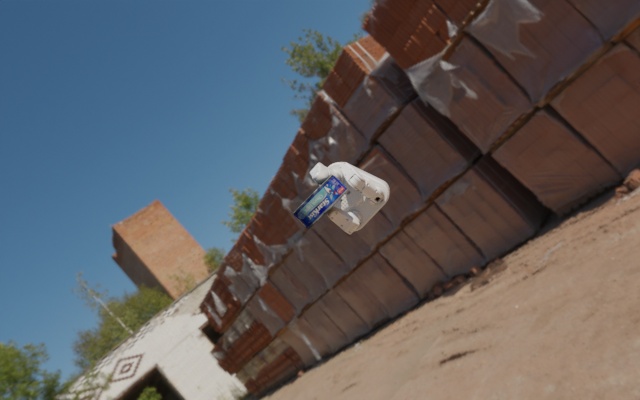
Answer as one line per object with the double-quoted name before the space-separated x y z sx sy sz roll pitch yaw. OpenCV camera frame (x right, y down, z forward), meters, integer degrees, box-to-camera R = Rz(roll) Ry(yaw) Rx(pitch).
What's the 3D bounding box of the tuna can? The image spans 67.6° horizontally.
"tuna can" 0.000 0.002 0.710 0.086 0.034 0.086 -44 0 0
